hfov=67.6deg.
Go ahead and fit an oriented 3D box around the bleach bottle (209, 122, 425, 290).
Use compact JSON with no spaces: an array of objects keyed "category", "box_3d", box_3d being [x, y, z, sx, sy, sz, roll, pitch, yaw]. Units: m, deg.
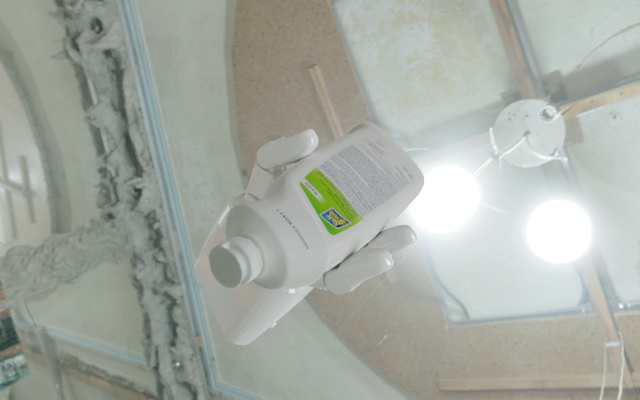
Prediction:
[{"category":"bleach bottle","box_3d":[0.000,0.001,0.403,0.250,0.102,0.068,-28,-20,-53]}]
